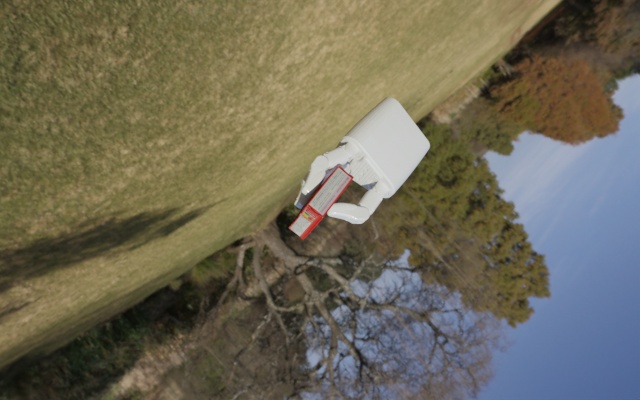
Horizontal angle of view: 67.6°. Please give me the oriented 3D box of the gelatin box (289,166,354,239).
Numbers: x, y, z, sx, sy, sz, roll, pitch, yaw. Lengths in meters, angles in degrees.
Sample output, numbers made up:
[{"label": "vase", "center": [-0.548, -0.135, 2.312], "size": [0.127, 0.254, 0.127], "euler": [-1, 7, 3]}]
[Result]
[{"label": "gelatin box", "center": [0.000, 0.003, 0.658], "size": [0.030, 0.089, 0.073], "euler": [39, -36, -2]}]
